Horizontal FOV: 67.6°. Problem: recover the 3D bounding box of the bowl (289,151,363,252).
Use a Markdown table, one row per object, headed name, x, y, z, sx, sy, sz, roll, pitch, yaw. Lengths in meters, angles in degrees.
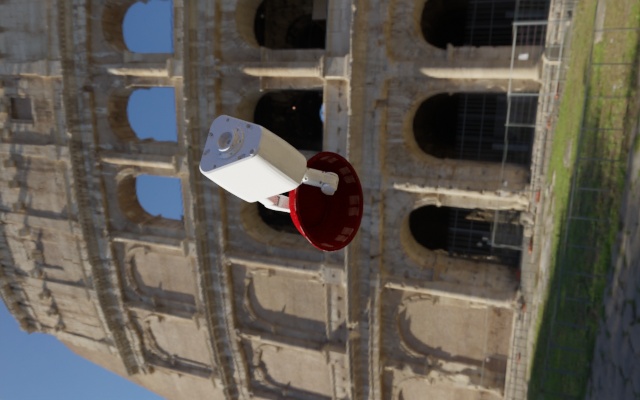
| name | x | y | z | sx | sy | sz | roll | pitch | yaw |
| --- | --- | --- | --- | --- | --- | --- | --- | --- | --- |
| bowl | 0.001 | 0.003 | 0.788 | 0.055 | 0.162 | 0.162 | -4 | -3 | 44 |
